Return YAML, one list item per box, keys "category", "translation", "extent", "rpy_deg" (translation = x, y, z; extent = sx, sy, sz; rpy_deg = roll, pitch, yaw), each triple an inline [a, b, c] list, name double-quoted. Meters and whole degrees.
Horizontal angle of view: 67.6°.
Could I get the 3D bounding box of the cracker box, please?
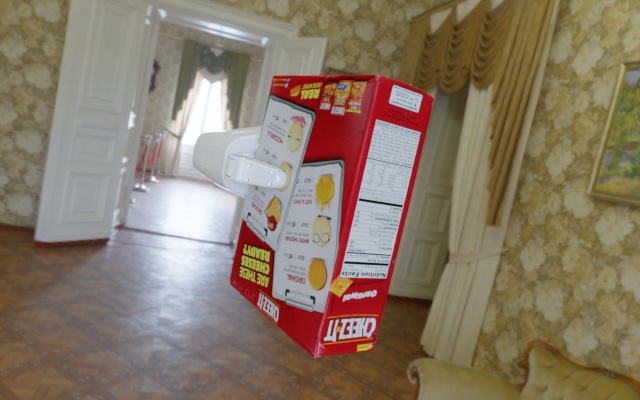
- category: "cracker box"
  translation: [0.000, 0.001, 0.424]
  extent: [0.072, 0.214, 0.164]
  rpy_deg: [8, 8, -35]
